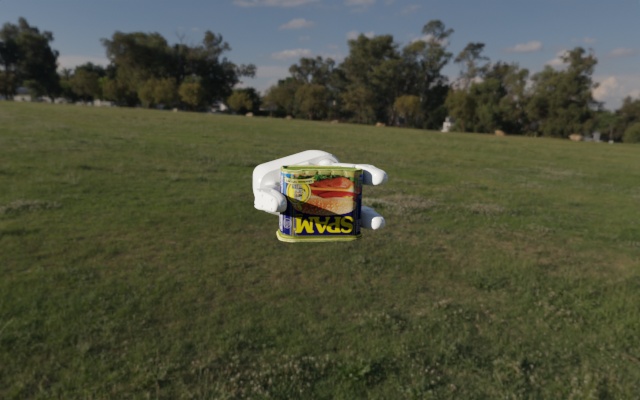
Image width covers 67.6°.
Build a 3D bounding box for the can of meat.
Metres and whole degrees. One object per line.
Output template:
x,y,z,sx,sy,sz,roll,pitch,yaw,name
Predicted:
0.000,0.002,0.568,0.102,0.084,0.057,0,10,-10,can of meat
